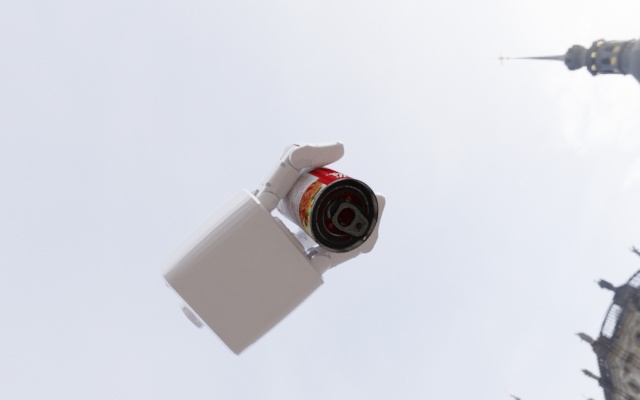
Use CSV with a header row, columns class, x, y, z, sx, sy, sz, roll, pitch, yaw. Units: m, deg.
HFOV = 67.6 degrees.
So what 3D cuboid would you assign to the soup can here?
class,x,y,z,sx,sy,sz,roll,pitch,yaw
soup can,0.000,0.001,0.457,0.068,0.068,0.102,0,14,-26
